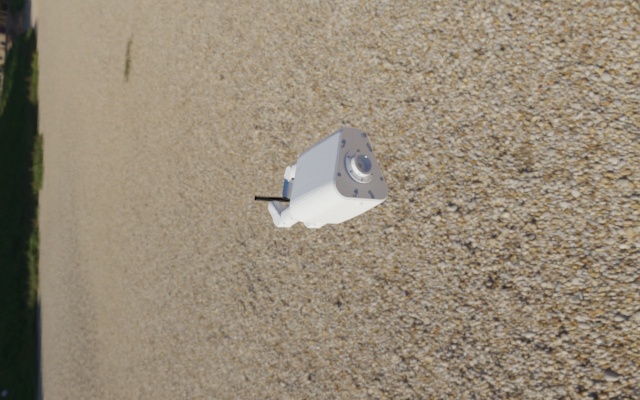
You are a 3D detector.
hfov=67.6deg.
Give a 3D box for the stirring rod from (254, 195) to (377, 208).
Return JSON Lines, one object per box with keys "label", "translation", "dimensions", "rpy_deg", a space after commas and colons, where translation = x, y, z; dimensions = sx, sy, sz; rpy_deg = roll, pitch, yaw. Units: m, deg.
{"label": "stirring rod", "translation": [0.000, 0.003, 0.799], "dimensions": [0.239, 0.011, 0.011], "rpy_deg": [4, -2, -34]}
